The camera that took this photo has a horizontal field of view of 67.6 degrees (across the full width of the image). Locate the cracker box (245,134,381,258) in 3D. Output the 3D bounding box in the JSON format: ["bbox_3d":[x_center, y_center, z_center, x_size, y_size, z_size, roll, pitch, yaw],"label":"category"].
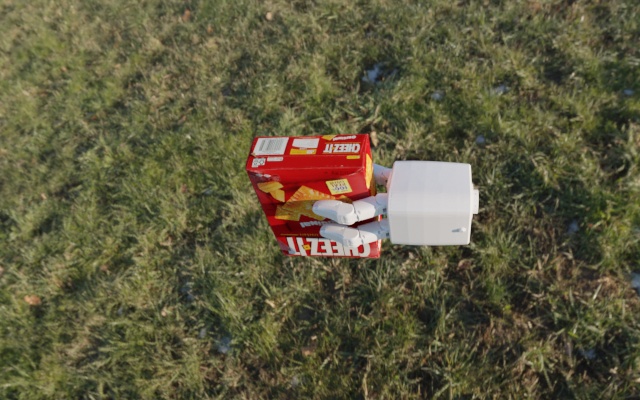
[{"bbox_3d":[0.000,0.002,0.706,0.164,0.072,0.214,0,-40,14],"label":"cracker box"}]
